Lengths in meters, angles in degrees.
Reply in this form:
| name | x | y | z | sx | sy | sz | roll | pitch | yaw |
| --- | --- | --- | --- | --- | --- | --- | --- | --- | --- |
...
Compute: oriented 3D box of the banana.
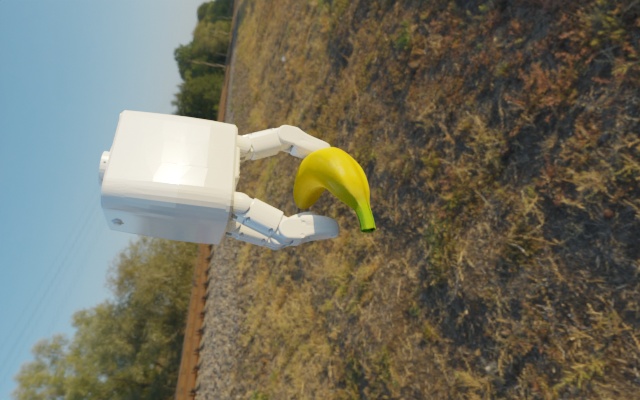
| name | x | y | z | sx | sy | sz | roll | pitch | yaw |
| --- | --- | --- | --- | --- | --- | --- | --- | --- | --- |
| banana | 0.003 | -0.017 | 0.463 | 0.037 | 0.069 | 0.198 | 3 | 4 | -17 |
